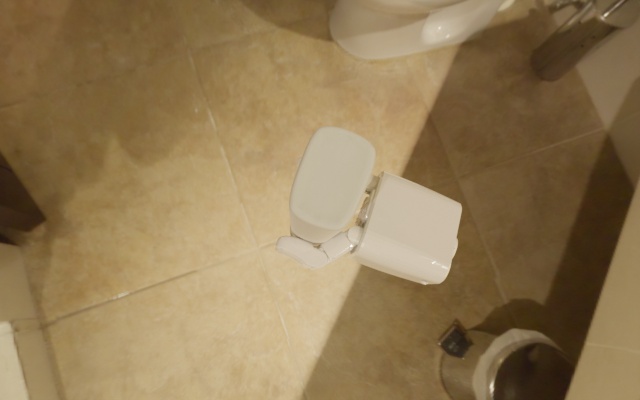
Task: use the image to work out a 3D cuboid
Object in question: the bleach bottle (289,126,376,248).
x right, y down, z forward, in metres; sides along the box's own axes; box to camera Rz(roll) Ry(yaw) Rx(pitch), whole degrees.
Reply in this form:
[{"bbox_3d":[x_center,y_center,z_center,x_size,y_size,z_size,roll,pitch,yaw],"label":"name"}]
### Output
[{"bbox_3d":[0.000,0.002,0.564,0.068,0.102,0.251,22,-11,-1],"label":"bleach bottle"}]
